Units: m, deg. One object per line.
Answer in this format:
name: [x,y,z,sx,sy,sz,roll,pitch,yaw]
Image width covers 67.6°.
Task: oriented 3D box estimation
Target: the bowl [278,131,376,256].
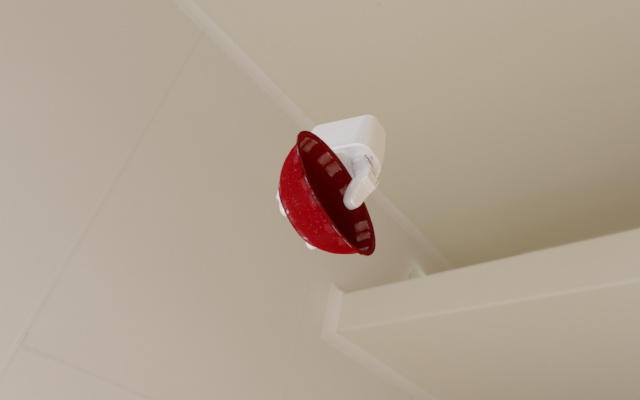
bowl: [-0.001,0.002,0.553,0.055,0.162,0.162,-29,-10,19]
